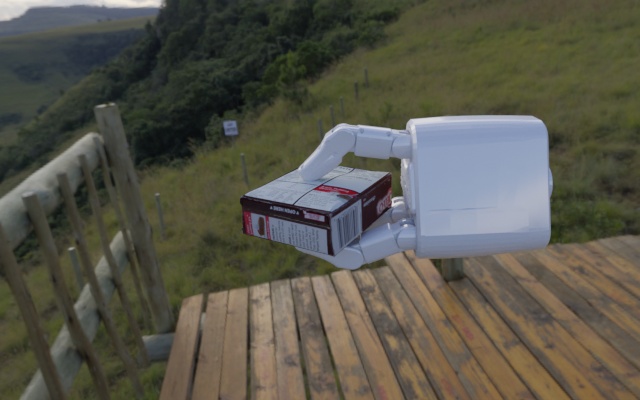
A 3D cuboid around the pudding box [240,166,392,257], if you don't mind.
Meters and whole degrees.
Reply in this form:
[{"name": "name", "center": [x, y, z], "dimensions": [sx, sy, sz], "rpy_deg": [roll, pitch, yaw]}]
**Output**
[{"name": "pudding box", "center": [0.000, 0.001, 0.415], "dimensions": [0.090, 0.039, 0.113], "rpy_deg": [10, 23, 30]}]
